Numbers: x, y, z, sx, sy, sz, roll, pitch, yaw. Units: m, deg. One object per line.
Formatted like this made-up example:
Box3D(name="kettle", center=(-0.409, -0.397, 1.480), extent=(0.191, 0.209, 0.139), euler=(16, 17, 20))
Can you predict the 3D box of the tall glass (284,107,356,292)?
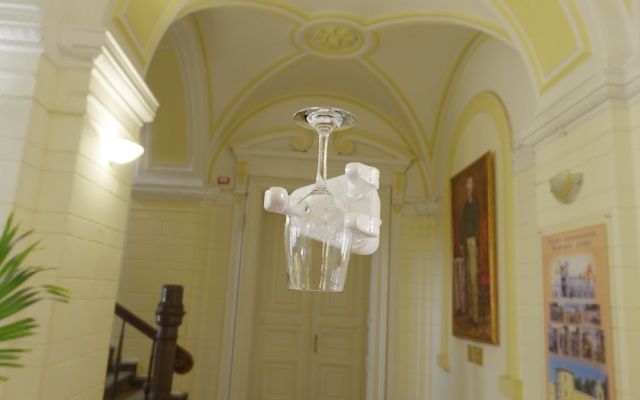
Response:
Box3D(name="tall glass", center=(0.000, 0.001, 0.544), extent=(0.079, 0.201, 0.079), euler=(3, -11, 1))
